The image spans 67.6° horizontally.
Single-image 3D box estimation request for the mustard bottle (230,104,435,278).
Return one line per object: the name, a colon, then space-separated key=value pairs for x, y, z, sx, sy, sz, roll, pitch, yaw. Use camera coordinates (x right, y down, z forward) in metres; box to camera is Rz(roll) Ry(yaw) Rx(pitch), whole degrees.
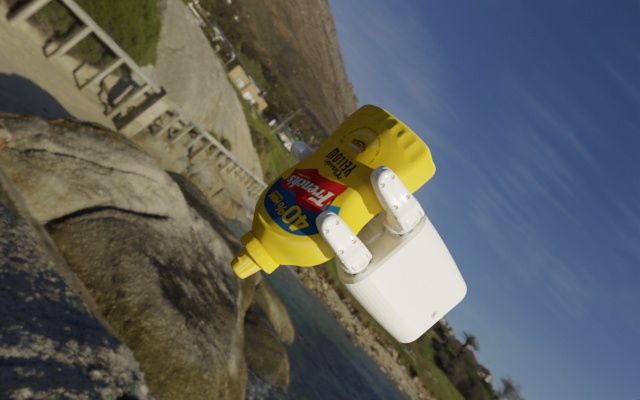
mustard bottle: x=0.000 y=0.001 z=0.423 sx=0.096 sy=0.191 sz=0.058 roll=48 pitch=-4 yaw=38
